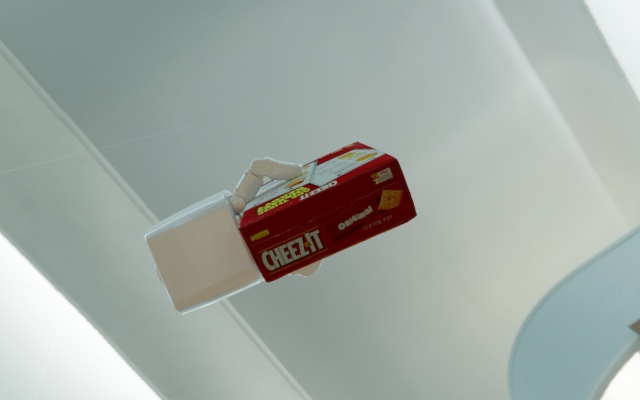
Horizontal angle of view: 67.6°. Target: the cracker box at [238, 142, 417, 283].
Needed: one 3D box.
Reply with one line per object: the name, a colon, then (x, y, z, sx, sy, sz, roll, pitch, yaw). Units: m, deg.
cracker box: (0.000, 0.002, 0.552, 0.164, 0.072, 0.213, -25, 12, 0)
